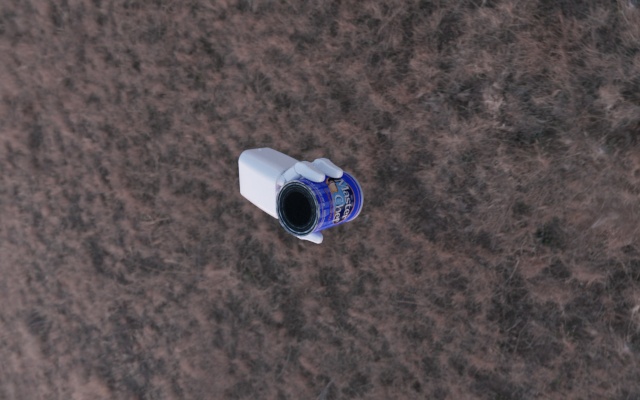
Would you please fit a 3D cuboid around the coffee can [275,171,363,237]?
[{"bbox_3d":[0.000,0.003,0.897,0.103,0.103,0.140,0,10,38],"label":"coffee can"}]
